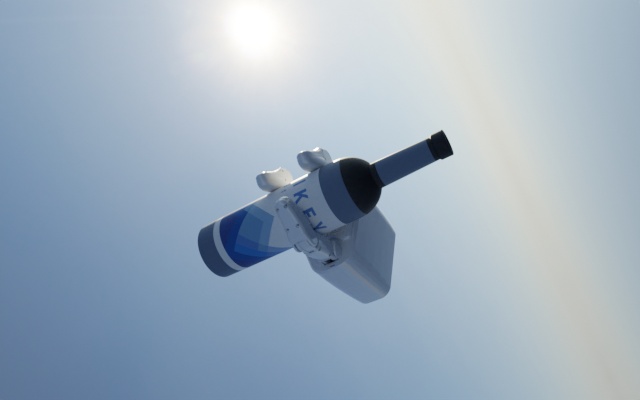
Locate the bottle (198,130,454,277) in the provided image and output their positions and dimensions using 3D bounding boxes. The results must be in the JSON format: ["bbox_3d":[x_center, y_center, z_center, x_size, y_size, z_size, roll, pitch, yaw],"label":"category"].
[{"bbox_3d":[0.000,0.002,0.517,0.296,0.069,0.069,-25,-10,21],"label":"bottle"}]
